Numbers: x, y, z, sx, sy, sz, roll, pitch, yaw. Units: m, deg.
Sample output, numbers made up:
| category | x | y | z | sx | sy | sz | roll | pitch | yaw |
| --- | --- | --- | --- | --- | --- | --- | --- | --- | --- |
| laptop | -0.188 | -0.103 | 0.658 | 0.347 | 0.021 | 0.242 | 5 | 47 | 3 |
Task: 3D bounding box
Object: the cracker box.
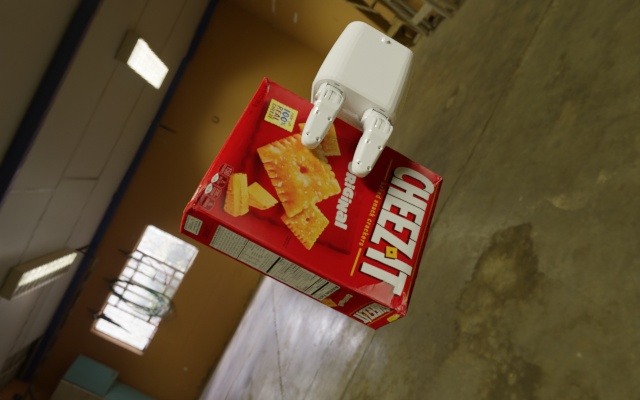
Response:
| category | x | y | z | sx | sy | sz | roll | pitch | yaw |
| --- | --- | --- | --- | --- | --- | --- | --- | --- | --- |
| cracker box | 0.000 | 0.002 | 0.466 | 0.214 | 0.164 | 0.072 | 28 | -31 | -7 |
